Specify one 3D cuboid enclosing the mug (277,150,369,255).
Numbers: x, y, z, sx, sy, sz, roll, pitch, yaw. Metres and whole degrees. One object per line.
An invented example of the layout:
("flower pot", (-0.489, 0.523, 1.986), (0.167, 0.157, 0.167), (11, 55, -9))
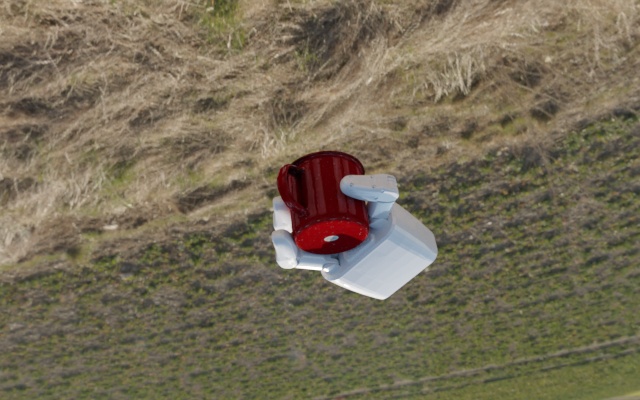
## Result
("mug", (-0.001, 0.001, 0.510), (0.093, 0.081, 0.117), (-29, -40, 30))
